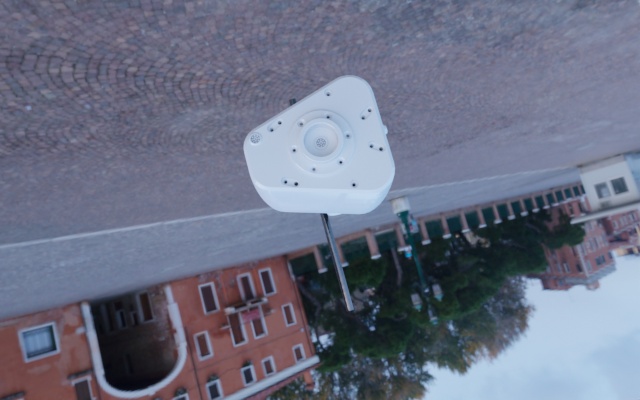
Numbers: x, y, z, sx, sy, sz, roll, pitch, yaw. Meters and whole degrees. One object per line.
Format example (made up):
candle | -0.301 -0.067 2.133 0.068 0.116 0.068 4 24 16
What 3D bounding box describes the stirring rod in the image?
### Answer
stirring rod | 0.000 0.002 0.522 0.011 0.239 0.011 -15 -7 -2
